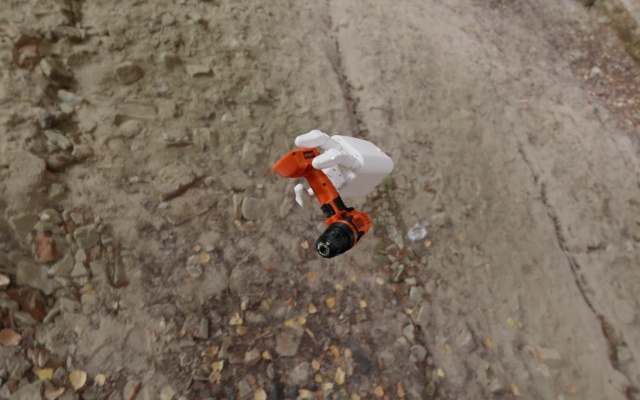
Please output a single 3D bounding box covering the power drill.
[{"bbox_3d":[0.000,0.002,0.808,0.057,0.187,0.184,-36,-5,23],"label":"power drill"}]
